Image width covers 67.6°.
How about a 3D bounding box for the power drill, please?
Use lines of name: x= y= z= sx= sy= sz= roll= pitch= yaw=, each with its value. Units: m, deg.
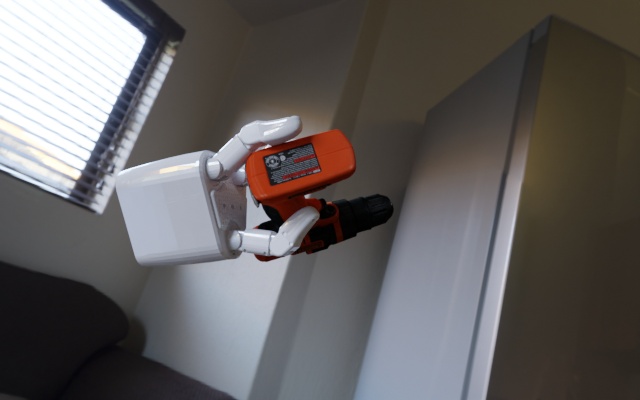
power drill: x=0.000 y=0.002 z=0.532 sx=0.184 sy=0.057 sz=0.188 roll=-18 pitch=-28 yaw=-6
